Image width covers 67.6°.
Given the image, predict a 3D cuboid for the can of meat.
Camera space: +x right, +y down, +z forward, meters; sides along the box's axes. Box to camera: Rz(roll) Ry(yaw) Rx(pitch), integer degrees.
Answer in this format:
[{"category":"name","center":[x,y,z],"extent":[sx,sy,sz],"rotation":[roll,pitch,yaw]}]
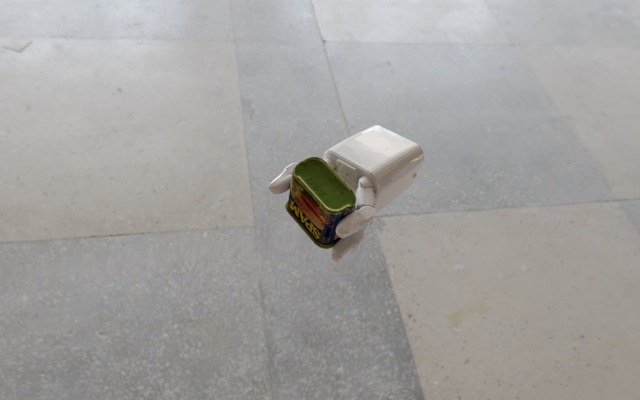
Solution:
[{"category":"can of meat","center":[0.000,0.002,0.658],"extent":[0.057,0.102,0.084],"rotation":[-29,-27,-28]}]
